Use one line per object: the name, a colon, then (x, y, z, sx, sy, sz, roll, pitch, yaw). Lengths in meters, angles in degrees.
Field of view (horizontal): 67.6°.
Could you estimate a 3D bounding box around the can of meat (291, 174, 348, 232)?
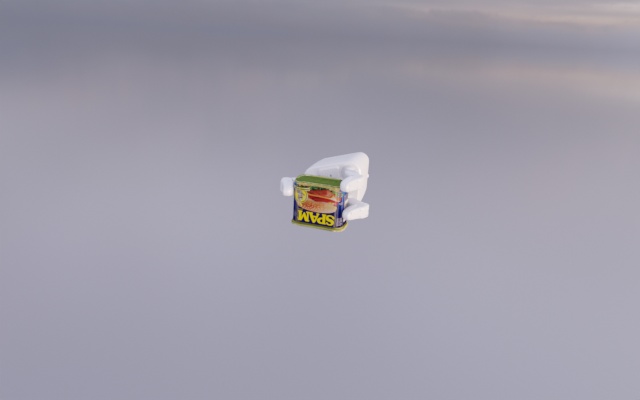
can of meat: (0.000, 0.003, 0.864, 0.102, 0.084, 0.057, 9, 20, 17)
